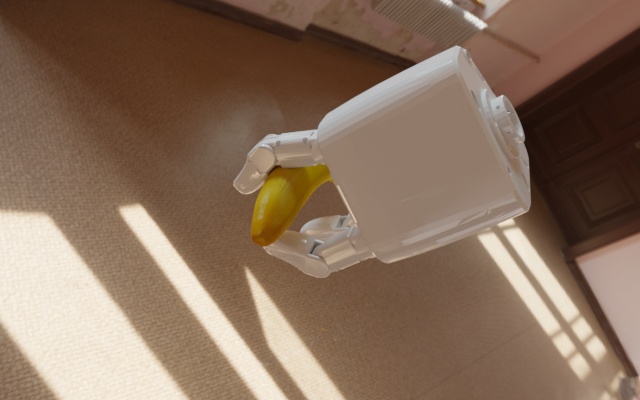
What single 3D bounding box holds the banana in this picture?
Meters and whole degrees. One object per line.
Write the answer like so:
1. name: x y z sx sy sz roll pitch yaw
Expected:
1. banana: -0.004 -0.017 0.415 0.037 0.069 0.198 -15 3 29
